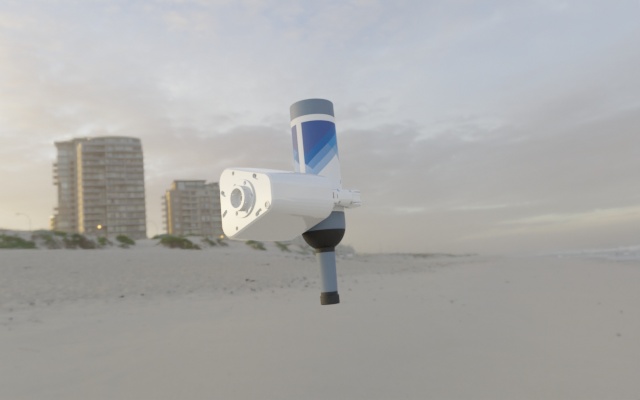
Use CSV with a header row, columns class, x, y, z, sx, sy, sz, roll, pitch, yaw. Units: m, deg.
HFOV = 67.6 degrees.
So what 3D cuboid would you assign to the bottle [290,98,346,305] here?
class,x,y,z,sx,sy,sz,roll,pitch,yaw
bottle,0.000,0.002,0.699,0.069,0.295,0.069,-5,-9,-1
